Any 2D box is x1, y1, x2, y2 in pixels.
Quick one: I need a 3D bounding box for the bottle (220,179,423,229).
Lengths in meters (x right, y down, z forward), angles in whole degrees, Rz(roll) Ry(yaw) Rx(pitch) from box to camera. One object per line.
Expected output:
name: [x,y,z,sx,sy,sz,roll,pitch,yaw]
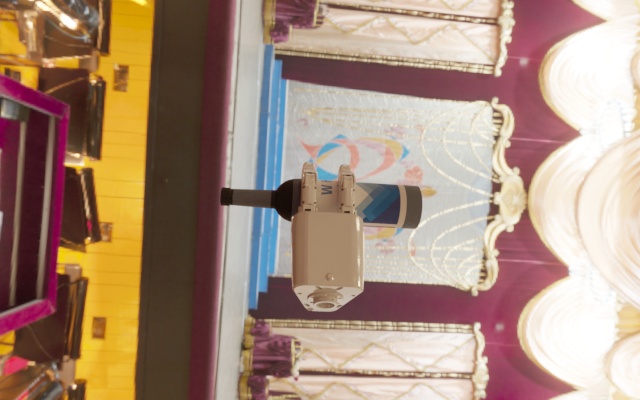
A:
bottle: [0.000,0.002,0.717,0.296,0.069,0.069,3,0,-5]
